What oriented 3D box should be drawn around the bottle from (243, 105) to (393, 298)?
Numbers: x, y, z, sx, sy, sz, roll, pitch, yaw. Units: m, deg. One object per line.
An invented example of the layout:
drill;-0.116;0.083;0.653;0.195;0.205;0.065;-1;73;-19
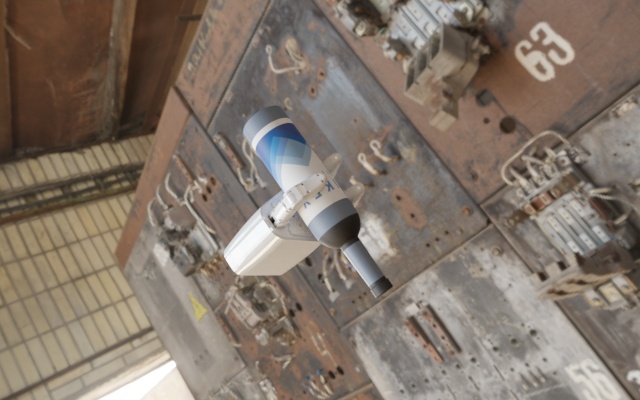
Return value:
bottle;0.000;0.002;0.650;0.069;0.295;0.069;-33;-14;-10
